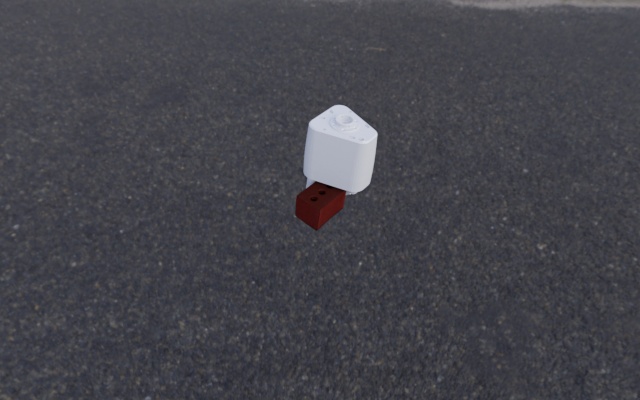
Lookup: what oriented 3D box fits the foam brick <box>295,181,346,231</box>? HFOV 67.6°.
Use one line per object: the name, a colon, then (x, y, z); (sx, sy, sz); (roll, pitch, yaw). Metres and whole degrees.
foam brick: (0.000, 0.003, 0.831); (0.053, 0.051, 0.078); (32, 50, 23)
